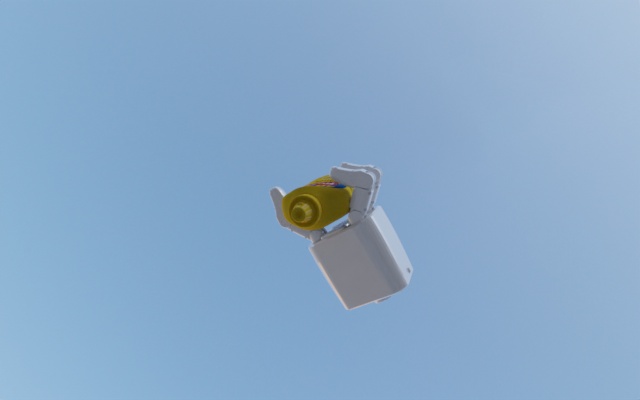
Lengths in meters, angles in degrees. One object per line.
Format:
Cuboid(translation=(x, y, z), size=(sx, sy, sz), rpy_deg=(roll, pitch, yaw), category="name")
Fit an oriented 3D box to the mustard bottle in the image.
Cuboid(translation=(0.000, 0.002, 0.656), size=(0.096, 0.058, 0.191), rpy_deg=(-4, 9, 17), category="mustard bottle")
